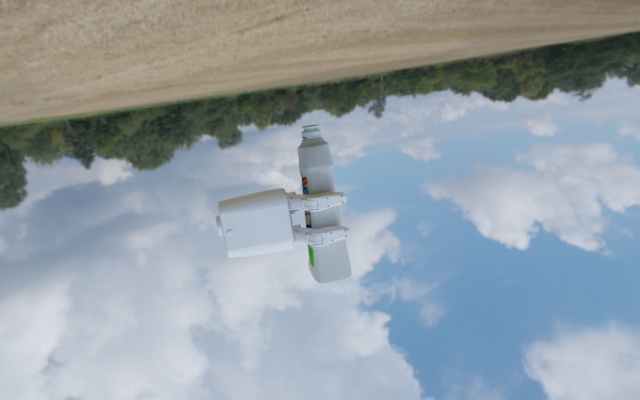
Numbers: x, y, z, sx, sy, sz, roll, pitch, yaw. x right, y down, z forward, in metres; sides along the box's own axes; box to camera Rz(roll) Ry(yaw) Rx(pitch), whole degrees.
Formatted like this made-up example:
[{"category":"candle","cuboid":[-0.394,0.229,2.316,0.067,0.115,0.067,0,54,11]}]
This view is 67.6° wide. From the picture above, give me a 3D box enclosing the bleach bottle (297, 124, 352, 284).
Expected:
[{"category":"bleach bottle","cuboid":[0.000,0.003,0.779,0.068,0.251,0.102,-10,14,-8]}]
